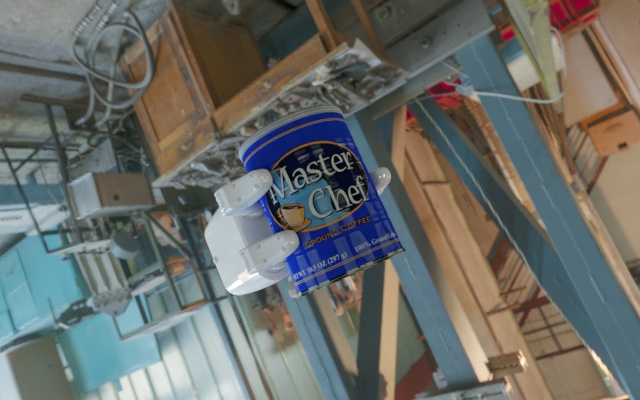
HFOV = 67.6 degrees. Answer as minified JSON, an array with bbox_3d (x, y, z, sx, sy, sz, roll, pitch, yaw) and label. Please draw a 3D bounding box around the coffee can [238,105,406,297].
[{"bbox_3d":[0.000,0.001,0.429,0.103,0.140,0.103,-23,-9,-4],"label":"coffee can"}]
